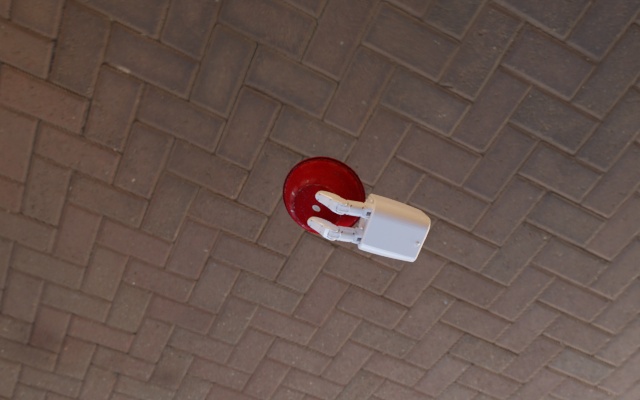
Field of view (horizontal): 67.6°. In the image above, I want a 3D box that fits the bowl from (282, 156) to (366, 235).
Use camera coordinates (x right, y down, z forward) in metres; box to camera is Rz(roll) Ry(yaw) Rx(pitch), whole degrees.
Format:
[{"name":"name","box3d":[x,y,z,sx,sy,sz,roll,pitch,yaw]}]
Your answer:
[{"name":"bowl","box3d":[-0.001,0.003,0.883,0.162,0.162,0.055,0,23,14]}]
